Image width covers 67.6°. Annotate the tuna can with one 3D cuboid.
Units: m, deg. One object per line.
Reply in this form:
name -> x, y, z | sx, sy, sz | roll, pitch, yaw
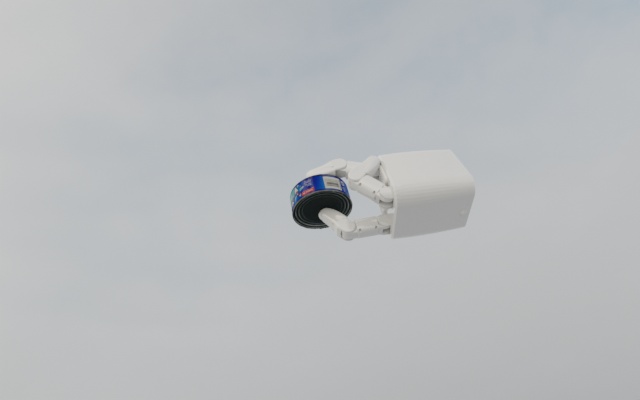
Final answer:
tuna can -> 0.000, 0.002, 0.676 | 0.086, 0.033, 0.086 | -8, -38, -6
